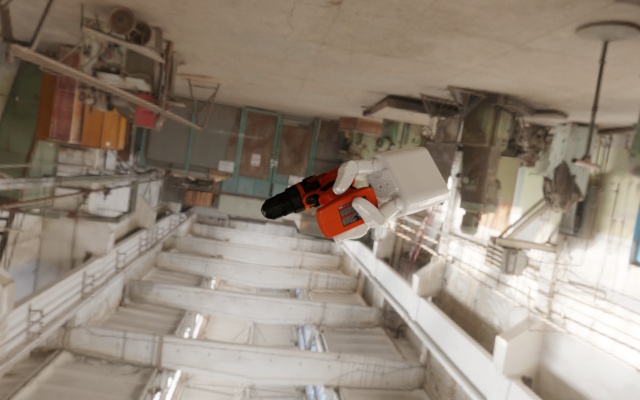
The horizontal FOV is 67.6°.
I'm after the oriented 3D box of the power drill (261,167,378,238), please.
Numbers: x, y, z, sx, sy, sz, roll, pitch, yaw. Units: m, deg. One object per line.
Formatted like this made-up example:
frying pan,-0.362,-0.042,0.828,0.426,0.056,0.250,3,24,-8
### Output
power drill,0.001,0.003,0.817,0.184,0.057,0.187,-25,23,-13
